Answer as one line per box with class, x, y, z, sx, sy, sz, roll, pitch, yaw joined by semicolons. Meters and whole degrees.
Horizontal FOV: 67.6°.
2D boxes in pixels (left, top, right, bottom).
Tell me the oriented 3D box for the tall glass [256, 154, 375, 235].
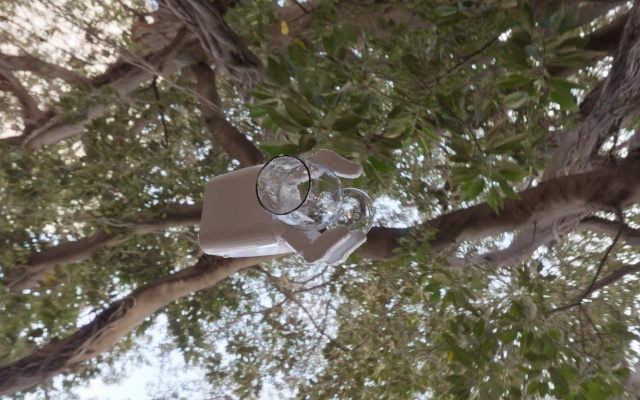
tall glass;0.000;0.002;0.562;0.079;0.079;0.201;0;-10;23
